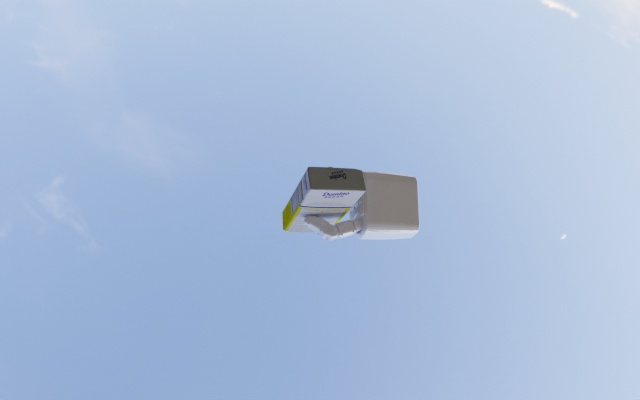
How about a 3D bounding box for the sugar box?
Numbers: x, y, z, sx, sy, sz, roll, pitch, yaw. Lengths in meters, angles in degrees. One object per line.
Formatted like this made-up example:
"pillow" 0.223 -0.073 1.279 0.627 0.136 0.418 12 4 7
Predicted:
"sugar box" 0.000 0.002 0.799 0.093 0.048 0.176 1 -27 -19
